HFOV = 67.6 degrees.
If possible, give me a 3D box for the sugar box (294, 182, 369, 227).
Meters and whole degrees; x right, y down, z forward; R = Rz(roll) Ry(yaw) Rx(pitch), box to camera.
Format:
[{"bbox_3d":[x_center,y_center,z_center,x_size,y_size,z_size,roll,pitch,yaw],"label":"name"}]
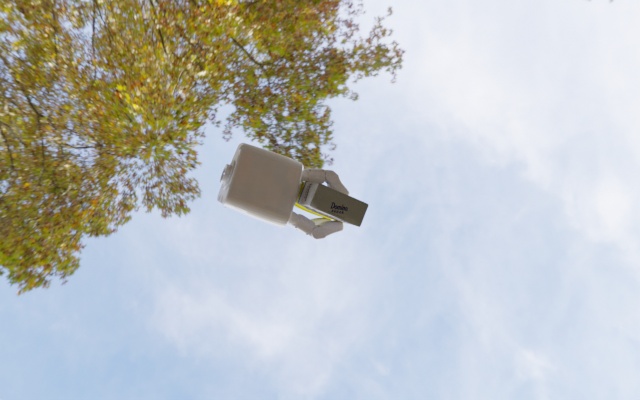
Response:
[{"bbox_3d":[0.000,0.003,0.808,0.093,0.048,0.176,23,-2,-19],"label":"sugar box"}]
